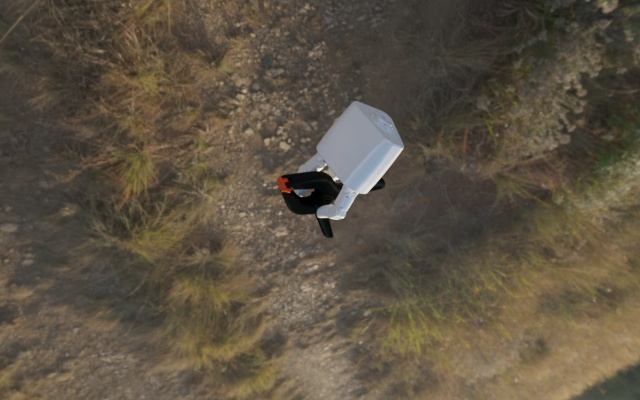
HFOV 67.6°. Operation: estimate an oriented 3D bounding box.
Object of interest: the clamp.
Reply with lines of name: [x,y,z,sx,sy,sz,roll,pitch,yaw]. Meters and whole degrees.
clamp: [0.000,0.003,0.861,0.210,0.036,0.165,11,-52,-40]
